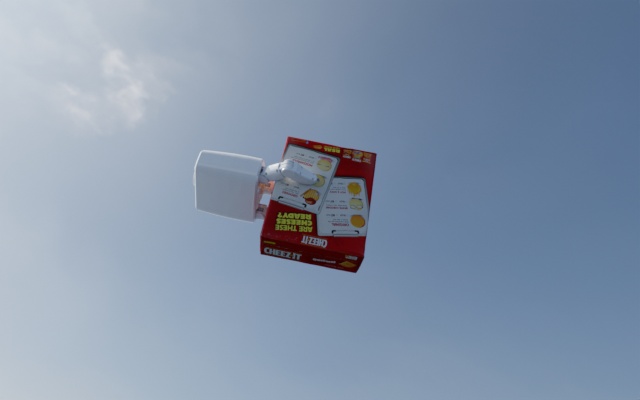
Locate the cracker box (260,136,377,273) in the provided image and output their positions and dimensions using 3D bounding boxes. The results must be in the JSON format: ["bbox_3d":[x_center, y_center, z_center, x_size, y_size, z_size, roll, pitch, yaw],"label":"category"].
[{"bbox_3d":[0.000,0.002,0.807,0.164,0.213,0.072,11,-35,0],"label":"cracker box"}]
